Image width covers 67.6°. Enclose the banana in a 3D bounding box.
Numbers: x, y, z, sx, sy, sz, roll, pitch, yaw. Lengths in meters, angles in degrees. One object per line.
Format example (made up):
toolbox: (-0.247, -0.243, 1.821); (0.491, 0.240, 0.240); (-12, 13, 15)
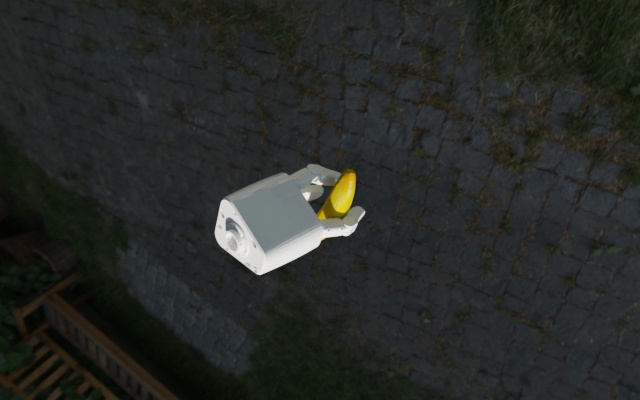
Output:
banana: (0.004, 0.021, 0.744); (0.037, 0.069, 0.198); (-9, -17, -32)
